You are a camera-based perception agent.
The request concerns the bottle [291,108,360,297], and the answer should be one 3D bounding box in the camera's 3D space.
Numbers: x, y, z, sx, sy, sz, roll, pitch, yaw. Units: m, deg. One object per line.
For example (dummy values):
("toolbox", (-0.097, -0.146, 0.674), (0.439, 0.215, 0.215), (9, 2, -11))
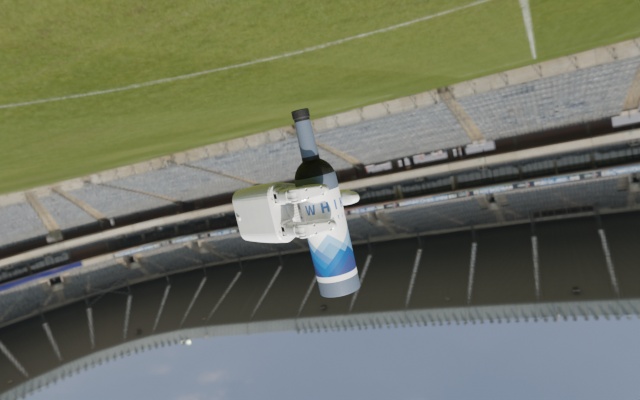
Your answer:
("bottle", (0.000, 0.003, 0.756), (0.069, 0.296, 0.069), (-13, 7, 2))
